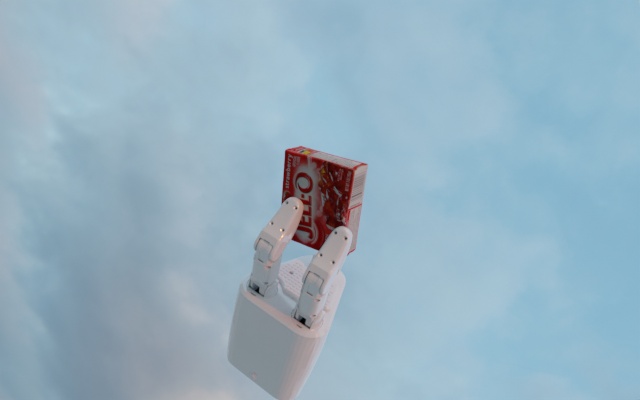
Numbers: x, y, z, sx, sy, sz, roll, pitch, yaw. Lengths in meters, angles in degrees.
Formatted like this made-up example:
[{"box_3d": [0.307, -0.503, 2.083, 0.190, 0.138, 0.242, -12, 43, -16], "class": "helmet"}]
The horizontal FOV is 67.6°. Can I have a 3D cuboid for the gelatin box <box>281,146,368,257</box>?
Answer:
[{"box_3d": [0.000, 0.001, 0.440, 0.073, 0.089, 0.030, 19, 24, 28], "class": "gelatin box"}]
